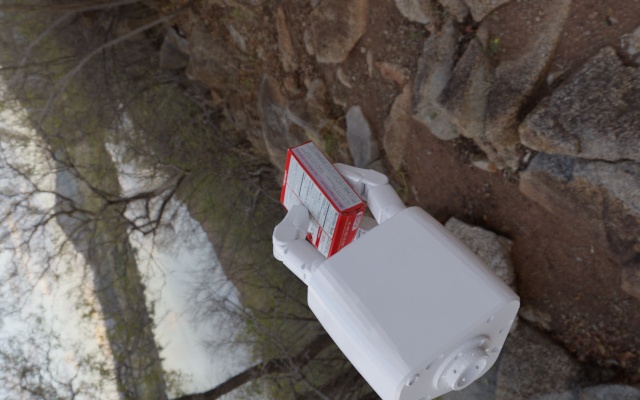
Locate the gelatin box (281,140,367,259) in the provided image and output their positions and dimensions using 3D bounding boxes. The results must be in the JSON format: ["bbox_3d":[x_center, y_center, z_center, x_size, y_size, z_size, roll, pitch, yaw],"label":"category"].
[{"bbox_3d":[-0.001,0.001,0.439,0.030,0.089,0.073,-23,-33,-28],"label":"gelatin box"}]
